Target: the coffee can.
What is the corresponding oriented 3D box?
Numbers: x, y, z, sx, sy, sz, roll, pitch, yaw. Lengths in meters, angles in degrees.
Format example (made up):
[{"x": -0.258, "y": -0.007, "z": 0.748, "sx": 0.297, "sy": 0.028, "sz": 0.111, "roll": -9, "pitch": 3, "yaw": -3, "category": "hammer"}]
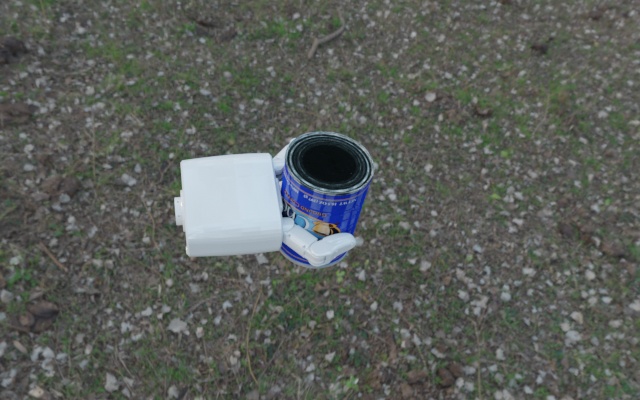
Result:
[{"x": 0.000, "y": 0.002, "z": 0.585, "sx": 0.103, "sy": 0.102, "sz": 0.140, "roll": 0, "pitch": -42, "yaw": -12, "category": "coffee can"}]
